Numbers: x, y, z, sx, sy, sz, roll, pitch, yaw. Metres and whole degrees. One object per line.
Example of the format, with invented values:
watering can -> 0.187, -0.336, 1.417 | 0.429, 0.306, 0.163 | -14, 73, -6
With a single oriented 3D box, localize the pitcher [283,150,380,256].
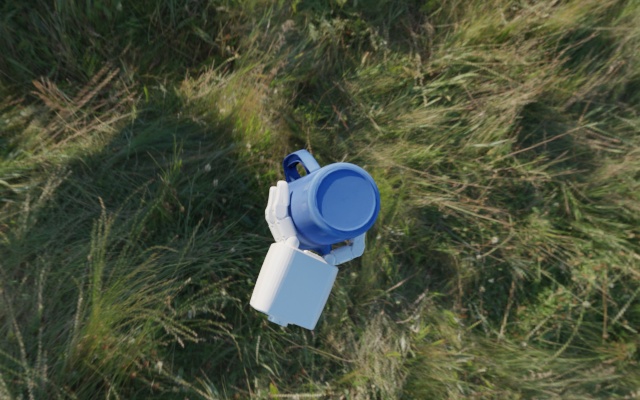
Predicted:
pitcher -> 0.000, 0.003, 0.771 | 0.149, 0.145, 0.243 | 24, -12, -11
